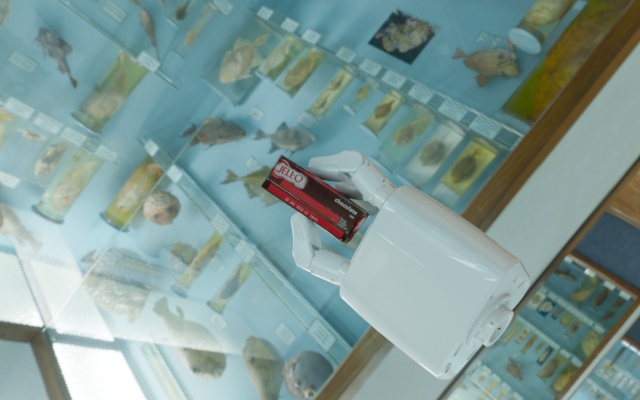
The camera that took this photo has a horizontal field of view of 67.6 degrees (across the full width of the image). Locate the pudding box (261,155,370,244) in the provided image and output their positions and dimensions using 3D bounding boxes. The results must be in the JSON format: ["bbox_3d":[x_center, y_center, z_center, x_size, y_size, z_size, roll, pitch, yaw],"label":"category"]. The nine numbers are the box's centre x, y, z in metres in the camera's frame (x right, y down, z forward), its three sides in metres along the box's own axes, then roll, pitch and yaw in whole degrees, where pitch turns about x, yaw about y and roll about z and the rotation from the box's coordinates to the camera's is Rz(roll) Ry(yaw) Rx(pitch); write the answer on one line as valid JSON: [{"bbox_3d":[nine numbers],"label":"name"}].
[{"bbox_3d":[0.000,0.002,0.456,0.090,0.039,0.113,35,-1,8],"label":"pudding box"}]
